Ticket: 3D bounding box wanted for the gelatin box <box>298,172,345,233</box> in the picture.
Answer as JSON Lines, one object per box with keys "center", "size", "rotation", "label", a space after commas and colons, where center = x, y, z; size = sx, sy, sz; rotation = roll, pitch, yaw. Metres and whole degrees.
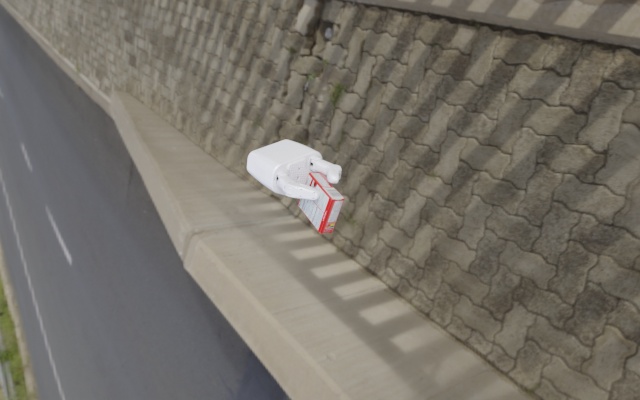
{"center": [0.000, 0.003, 0.840], "size": [0.030, 0.073, 0.089], "rotation": [-2, 36, -33], "label": "gelatin box"}
